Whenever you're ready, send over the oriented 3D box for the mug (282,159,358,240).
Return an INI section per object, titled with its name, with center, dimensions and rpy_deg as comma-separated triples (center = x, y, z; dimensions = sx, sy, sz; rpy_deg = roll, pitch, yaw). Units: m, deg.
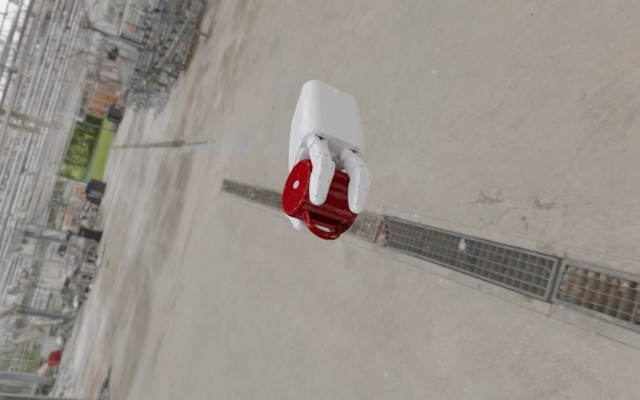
[mug]
center = 0.000, 0.003, 0.647
dimensions = 0.081, 0.117, 0.093
rpy_deg = 18, -42, -26
